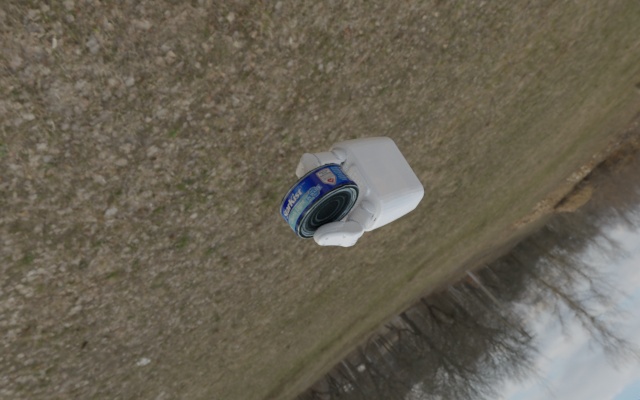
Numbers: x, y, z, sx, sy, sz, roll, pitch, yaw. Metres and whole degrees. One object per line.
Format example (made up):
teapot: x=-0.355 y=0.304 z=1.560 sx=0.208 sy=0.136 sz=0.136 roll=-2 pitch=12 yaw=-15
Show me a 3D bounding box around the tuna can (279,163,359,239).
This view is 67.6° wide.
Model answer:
tuna can: x=0.000 y=0.002 z=0.519 sx=0.086 sy=0.033 sz=0.086 roll=-32 pitch=-25 yaw=-17
